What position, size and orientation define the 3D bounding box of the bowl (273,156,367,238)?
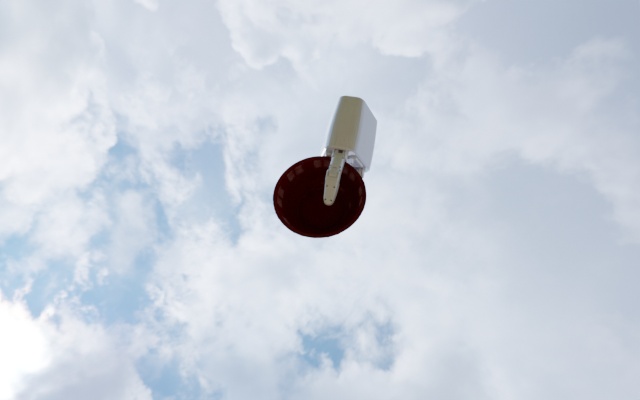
[{"bbox_3d":[0.000,0.004,0.840,0.162,0.162,0.055,0,-29,5],"label":"bowl"}]
